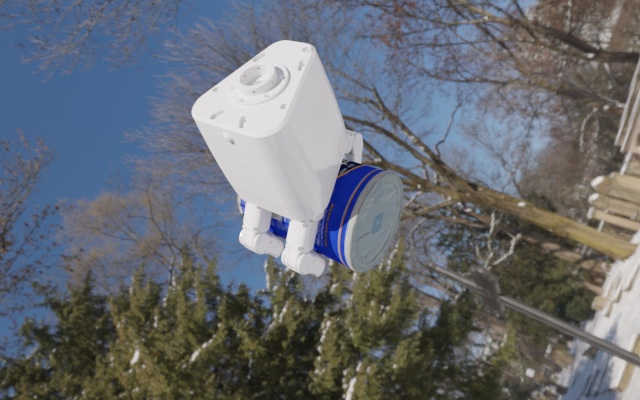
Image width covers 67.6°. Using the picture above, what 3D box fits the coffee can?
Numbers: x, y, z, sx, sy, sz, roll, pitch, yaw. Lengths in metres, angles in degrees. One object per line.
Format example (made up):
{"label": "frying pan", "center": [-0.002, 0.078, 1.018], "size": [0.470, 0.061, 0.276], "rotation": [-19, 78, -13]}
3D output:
{"label": "coffee can", "center": [0.000, 0.002, 0.495], "size": [0.140, 0.103, 0.103], "rotation": [20, 10, 30]}
